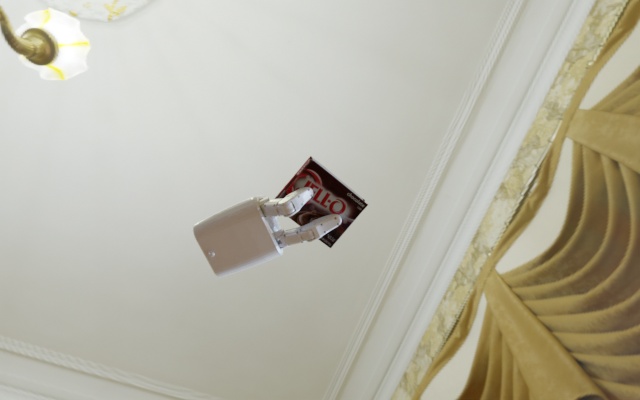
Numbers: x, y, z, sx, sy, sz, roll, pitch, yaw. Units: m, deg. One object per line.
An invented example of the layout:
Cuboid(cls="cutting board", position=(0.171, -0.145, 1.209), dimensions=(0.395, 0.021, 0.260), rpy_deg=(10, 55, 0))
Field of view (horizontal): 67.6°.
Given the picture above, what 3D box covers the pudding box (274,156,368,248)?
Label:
Cuboid(cls="pudding box", position=(0.000, 0.002, 0.720), dimensions=(0.113, 0.090, 0.039), rpy_deg=(37, 11, -15))
